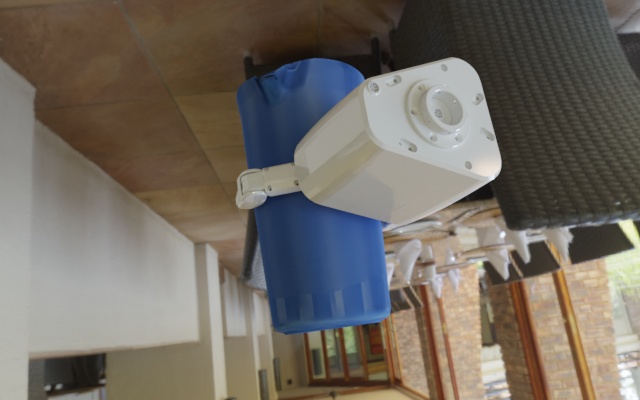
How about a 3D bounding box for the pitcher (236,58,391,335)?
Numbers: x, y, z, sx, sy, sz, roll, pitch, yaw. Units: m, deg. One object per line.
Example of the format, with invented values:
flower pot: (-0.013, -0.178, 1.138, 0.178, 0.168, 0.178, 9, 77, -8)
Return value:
pitcher: (0.000, 0.001, 0.471, 0.149, 0.242, 0.145, -1, -17, -25)
